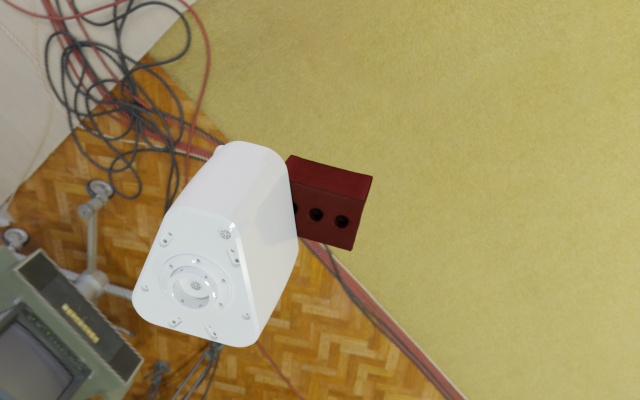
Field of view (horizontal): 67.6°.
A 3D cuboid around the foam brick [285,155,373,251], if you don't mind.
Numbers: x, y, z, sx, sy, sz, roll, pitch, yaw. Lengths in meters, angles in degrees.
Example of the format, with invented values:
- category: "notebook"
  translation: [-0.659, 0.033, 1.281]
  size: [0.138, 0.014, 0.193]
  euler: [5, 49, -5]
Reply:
- category: "foam brick"
  translation: [0.000, 0.001, 0.414]
  size: [0.078, 0.053, 0.051]
  euler: [15, 29, 4]
